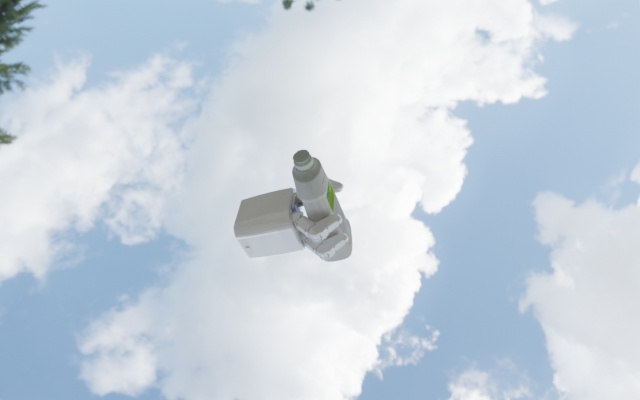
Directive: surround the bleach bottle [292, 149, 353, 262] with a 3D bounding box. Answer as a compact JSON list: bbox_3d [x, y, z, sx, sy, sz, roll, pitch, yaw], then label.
[{"bbox_3d":[0.000,0.003,0.845,0.068,0.102,0.251,-12,-42,8],"label":"bleach bottle"}]
